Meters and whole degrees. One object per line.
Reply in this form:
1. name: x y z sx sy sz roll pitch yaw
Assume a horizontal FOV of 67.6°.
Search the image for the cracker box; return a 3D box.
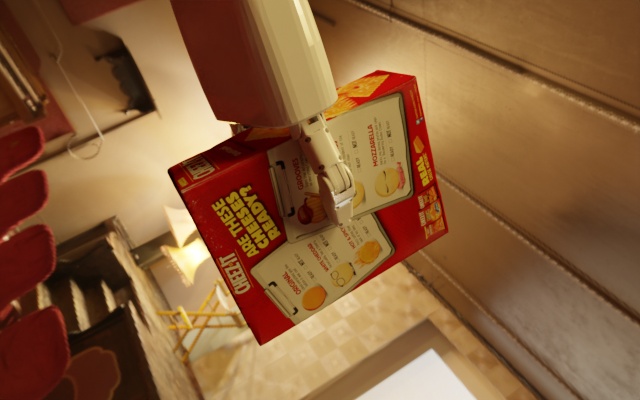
1. cracker box: 0.000 0.001 0.428 0.213 0.164 0.072 -28 29 -15
